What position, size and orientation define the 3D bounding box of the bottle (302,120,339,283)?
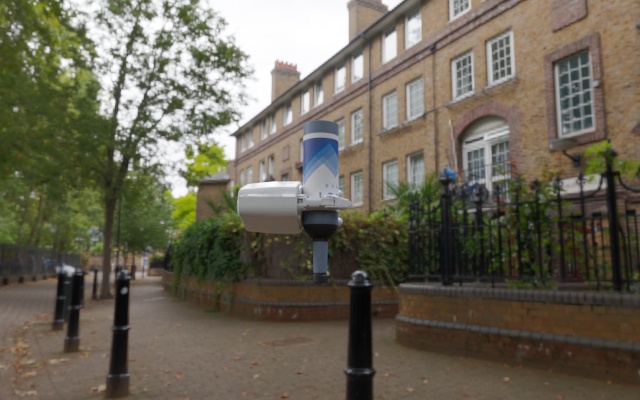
[{"bbox_3d":[0.000,0.003,0.885,0.069,0.295,0.069,0,-8,0],"label":"bottle"}]
